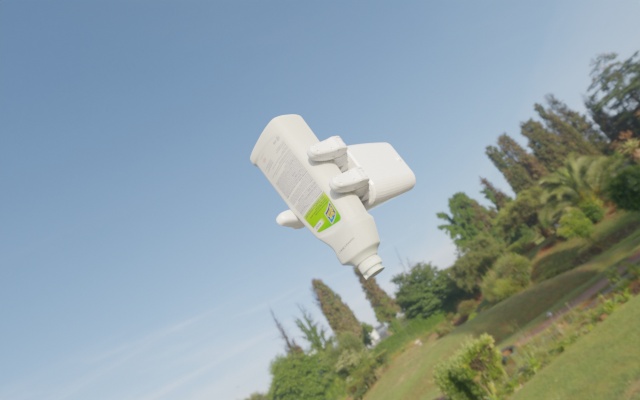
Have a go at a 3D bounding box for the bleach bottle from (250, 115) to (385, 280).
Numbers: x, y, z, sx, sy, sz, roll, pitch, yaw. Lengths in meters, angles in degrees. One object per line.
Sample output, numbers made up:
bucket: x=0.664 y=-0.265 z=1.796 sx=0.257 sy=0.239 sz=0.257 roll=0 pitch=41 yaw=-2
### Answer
bleach bottle: x=0.000 y=0.002 z=0.658 sx=0.068 sy=0.250 sz=0.103 roll=-15 pitch=-28 yaw=-42
